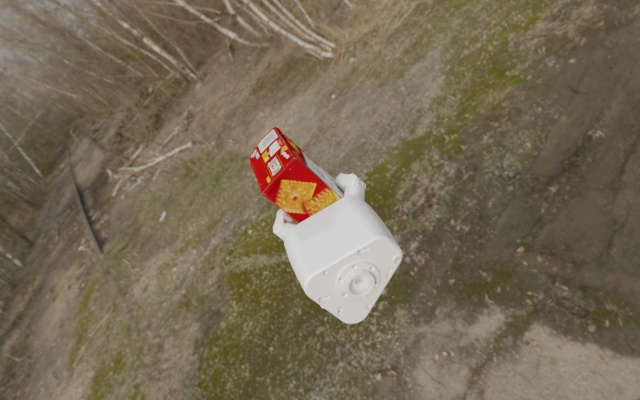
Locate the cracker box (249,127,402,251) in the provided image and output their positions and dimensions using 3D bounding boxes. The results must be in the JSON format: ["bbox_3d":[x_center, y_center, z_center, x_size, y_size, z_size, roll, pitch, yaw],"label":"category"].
[{"bbox_3d":[0.000,0.002,0.697,0.214,0.072,0.164,41,7,-26],"label":"cracker box"}]
